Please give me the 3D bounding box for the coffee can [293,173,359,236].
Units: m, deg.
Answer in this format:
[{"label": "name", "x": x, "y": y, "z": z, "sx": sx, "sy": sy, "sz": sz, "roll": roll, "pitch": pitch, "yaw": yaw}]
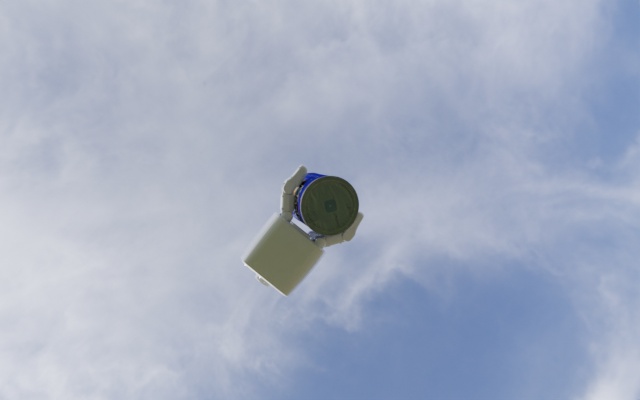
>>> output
[{"label": "coffee can", "x": 0.000, "y": 0.003, "z": 0.872, "sx": 0.103, "sy": 0.103, "sz": 0.140, "roll": 0, "pitch": 6, "yaw": -14}]
